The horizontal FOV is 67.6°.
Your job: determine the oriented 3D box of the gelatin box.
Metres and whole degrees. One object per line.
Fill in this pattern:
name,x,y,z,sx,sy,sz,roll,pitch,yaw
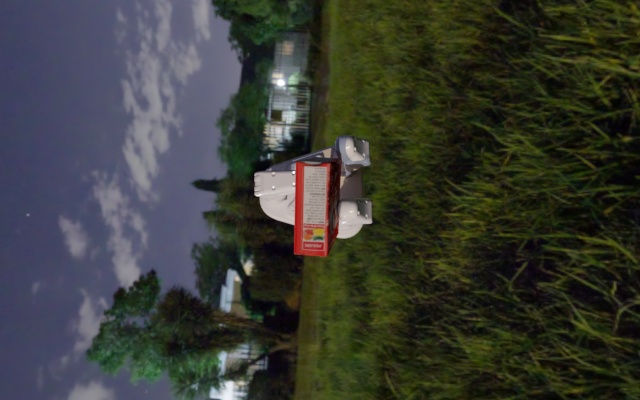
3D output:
gelatin box,0.000,0.001,0.403,0.030,0.073,0.089,3,8,8
